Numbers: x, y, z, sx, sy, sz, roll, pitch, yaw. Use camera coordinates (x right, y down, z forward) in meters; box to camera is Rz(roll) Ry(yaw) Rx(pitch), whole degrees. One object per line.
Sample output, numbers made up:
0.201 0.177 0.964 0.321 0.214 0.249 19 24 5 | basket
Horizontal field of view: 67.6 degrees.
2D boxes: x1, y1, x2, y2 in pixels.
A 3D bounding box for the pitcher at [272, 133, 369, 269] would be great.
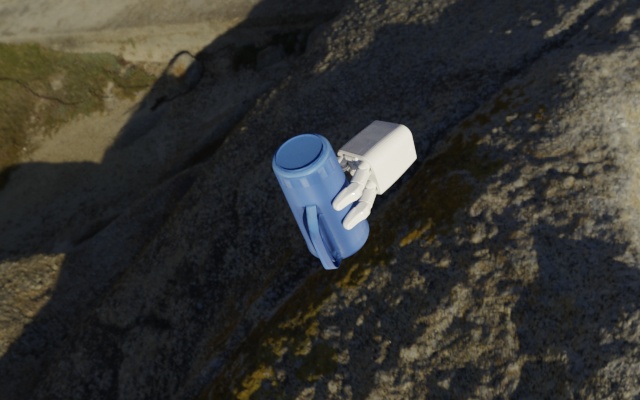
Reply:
0.000 0.003 0.889 0.145 0.243 0.149 -41 47 -15 | pitcher
